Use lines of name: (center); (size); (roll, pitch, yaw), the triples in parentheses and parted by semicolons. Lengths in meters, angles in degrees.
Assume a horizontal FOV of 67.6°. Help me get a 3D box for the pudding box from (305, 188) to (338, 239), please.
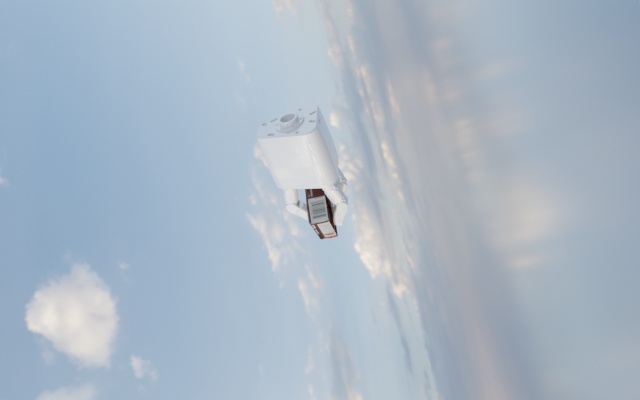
pudding box: (0.000, 0.003, 0.858); (0.039, 0.113, 0.090); (-10, -23, 10)
